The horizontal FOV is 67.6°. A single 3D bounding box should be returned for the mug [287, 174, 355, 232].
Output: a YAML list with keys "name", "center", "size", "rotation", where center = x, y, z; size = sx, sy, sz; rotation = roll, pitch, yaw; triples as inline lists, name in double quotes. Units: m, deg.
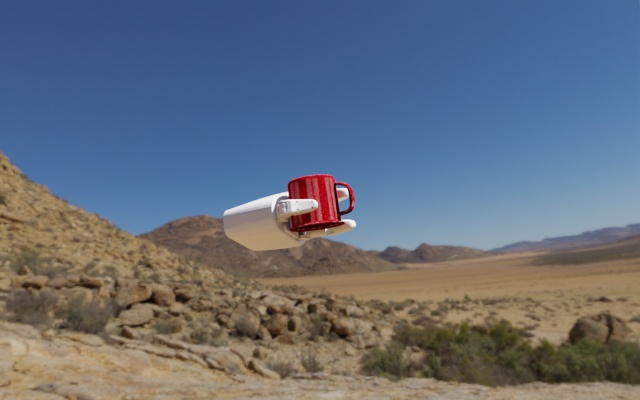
- name: "mug"
  center: [0.001, 0.002, 0.788]
  size: [0.117, 0.081, 0.093]
  rotation: [-12, -10, 23]
